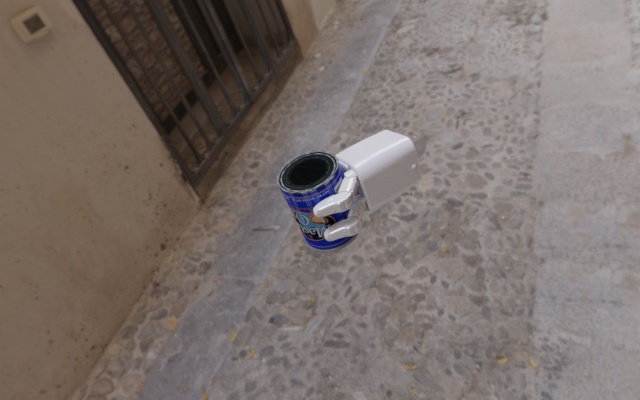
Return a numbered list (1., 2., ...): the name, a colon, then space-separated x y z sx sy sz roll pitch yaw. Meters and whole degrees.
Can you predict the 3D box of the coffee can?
1. coffee can: 0.000 0.003 0.794 0.103 0.140 0.102 -13 41 12
